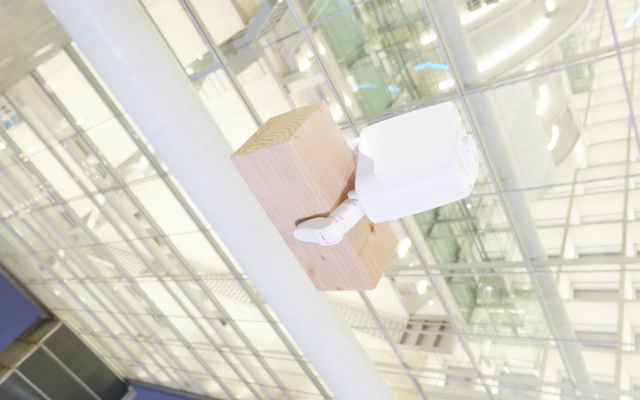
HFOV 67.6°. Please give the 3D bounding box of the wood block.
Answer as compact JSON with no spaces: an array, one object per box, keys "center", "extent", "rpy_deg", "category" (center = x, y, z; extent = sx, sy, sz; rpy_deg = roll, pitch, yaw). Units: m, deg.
[{"center":[0.000,0.002,0.560],"extent":[0.090,0.206,0.090],"rpy_deg":[-9,32,39],"category":"wood block"}]
